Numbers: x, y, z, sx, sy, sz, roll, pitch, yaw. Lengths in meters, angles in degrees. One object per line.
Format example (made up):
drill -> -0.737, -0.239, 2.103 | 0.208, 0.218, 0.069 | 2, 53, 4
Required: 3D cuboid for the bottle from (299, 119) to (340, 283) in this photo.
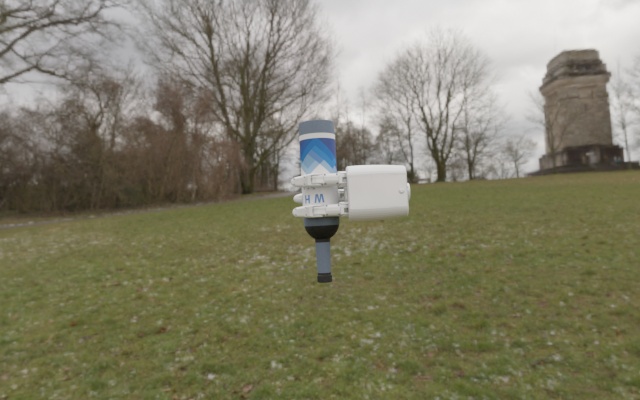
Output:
bottle -> 0.000, 0.003, 0.883 | 0.069, 0.295, 0.069 | -3, -2, 0
